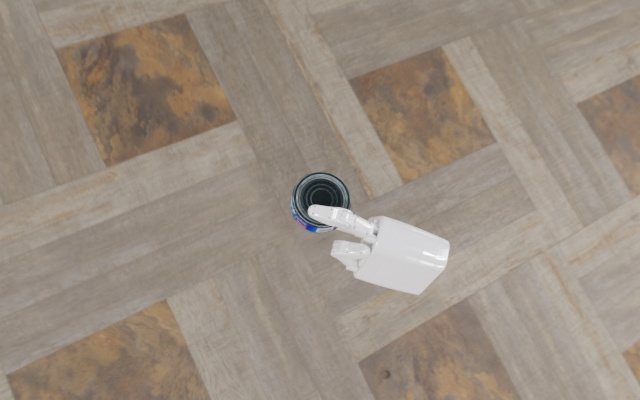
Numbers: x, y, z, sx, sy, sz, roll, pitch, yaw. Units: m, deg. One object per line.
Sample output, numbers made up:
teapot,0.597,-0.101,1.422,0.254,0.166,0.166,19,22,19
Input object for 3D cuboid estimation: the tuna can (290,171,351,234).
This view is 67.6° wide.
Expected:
tuna can,0.000,0.002,0.685,0.086,0.086,0.034,0,-18,-8
